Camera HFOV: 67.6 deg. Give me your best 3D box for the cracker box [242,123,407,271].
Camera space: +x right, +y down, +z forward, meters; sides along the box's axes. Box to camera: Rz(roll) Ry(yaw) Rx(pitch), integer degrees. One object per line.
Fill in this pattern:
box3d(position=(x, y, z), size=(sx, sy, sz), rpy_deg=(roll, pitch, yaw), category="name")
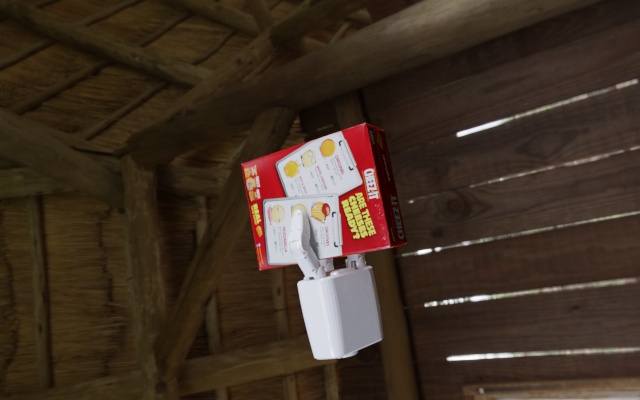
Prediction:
box3d(position=(0.000, 0.002, 0.678), size=(0.214, 0.164, 0.072), rpy_deg=(-14, -7, 30), category="cracker box")
